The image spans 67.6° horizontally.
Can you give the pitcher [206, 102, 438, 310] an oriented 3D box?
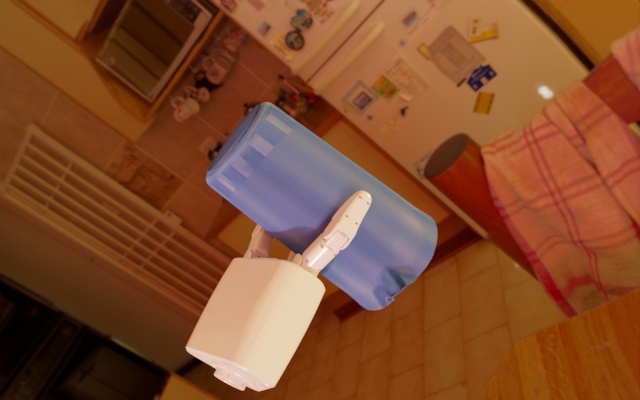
[{"bbox_3d":[0.000,0.002,0.539,0.243,0.145,0.149,37,-27,-18],"label":"pitcher"}]
